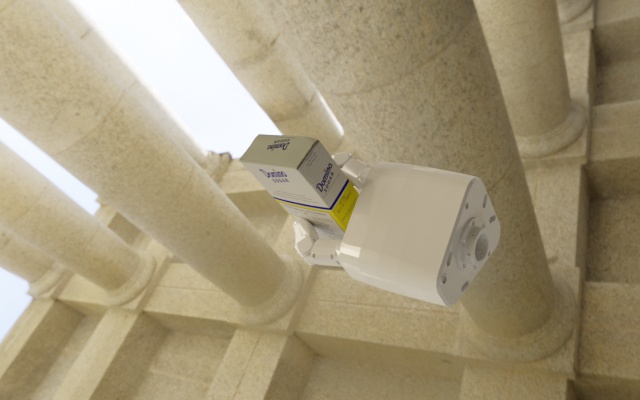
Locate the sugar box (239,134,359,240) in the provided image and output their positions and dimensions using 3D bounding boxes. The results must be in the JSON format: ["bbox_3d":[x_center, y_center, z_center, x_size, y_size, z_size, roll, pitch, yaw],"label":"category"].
[{"bbox_3d":[0.001,0.001,0.520,0.093,0.048,0.176,12,-31,43],"label":"sugar box"}]
